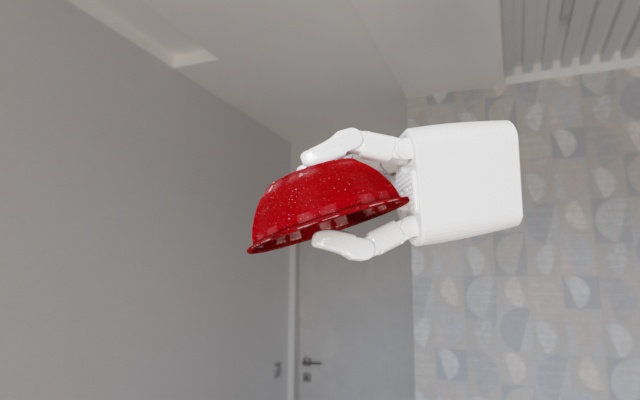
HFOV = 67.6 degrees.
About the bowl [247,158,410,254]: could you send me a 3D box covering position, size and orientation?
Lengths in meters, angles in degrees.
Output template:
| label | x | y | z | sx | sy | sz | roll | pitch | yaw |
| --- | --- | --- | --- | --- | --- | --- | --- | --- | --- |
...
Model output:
| label | x | y | z | sx | sy | sz | roll | pitch | yaw |
| --- | --- | --- | --- | --- | --- | --- | --- | --- | --- |
| bowl | -0.001 | 0.001 | 0.457 | 0.162 | 0.055 | 0.162 | -18 | -8 | -2 |
